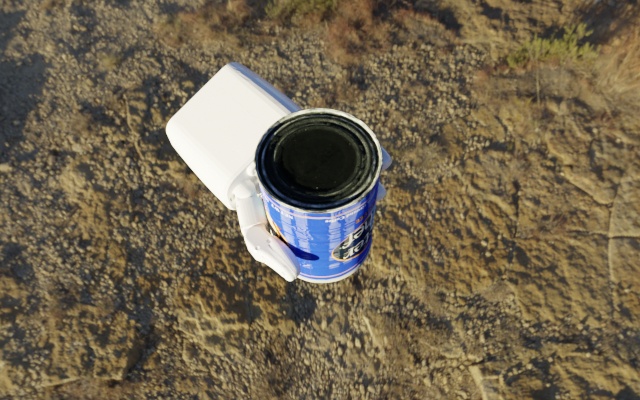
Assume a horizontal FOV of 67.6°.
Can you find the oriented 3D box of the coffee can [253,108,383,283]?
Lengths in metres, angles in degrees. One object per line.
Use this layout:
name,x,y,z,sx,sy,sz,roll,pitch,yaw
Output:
coffee can,0.000,0.002,0.435,0.103,0.102,0.140,0,-31,2
